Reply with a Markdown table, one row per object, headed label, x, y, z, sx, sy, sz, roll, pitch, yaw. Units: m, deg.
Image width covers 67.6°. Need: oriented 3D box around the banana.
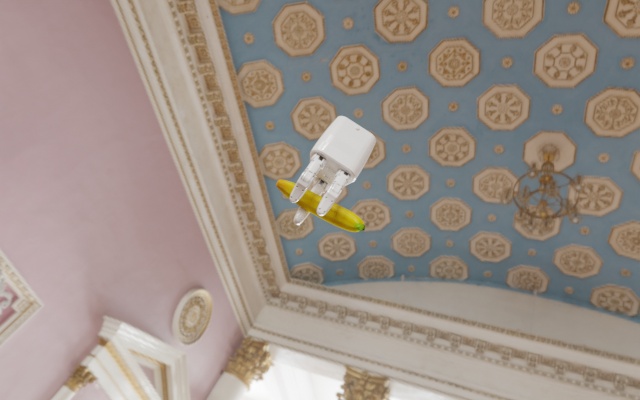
| label | x | y | z | sx | sy | sz | roll | pitch | yaw |
| --- | --- | --- | --- | --- | --- | --- | --- | --- | --- |
| banana | 0.007 | 0.012 | 0.896 | 0.197 | 0.037 | 0.070 | 26 | -16 | 23 |
